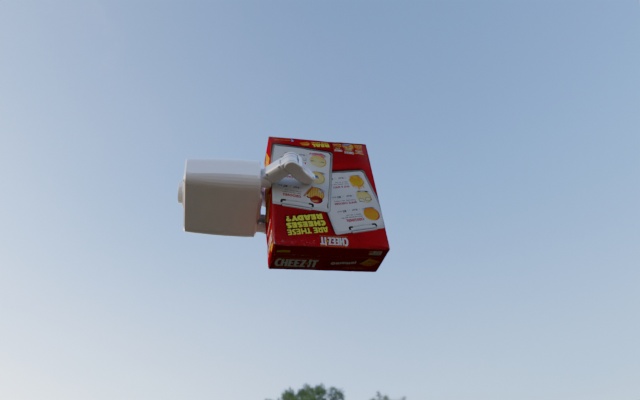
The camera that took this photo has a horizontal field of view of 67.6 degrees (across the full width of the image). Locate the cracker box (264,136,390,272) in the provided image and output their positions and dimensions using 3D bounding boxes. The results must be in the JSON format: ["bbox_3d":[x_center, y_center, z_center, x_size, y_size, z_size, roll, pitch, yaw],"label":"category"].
[{"bbox_3d":[0.000,0.002,0.725,0.164,0.213,0.072,3,-41,-12],"label":"cracker box"}]
